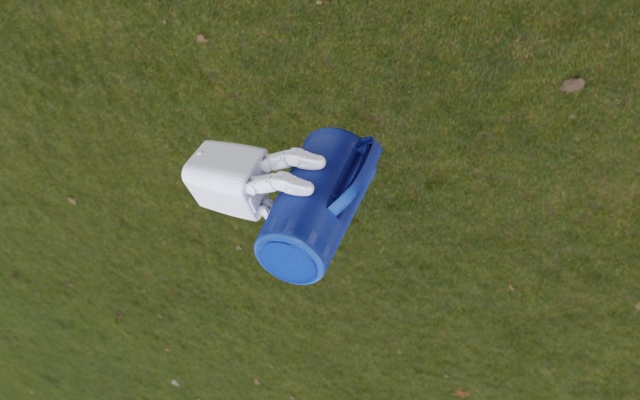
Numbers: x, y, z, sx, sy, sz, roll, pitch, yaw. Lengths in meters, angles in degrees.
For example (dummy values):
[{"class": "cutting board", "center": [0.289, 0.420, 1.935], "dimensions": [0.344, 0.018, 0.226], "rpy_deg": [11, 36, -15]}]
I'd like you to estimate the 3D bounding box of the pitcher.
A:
[{"class": "pitcher", "center": [0.000, 0.002, 0.734], "dimensions": [0.145, 0.149, 0.242], "rpy_deg": [14, 47, 13]}]
